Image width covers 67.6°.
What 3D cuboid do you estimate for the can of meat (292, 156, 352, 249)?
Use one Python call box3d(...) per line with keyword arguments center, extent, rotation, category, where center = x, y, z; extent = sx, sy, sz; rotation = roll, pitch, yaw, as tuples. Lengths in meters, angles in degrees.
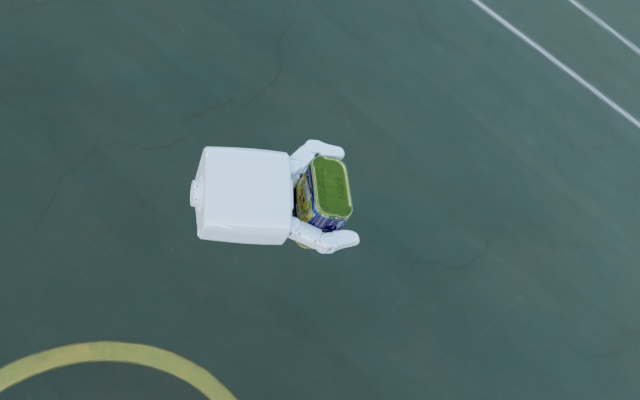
box3d(center=(0.000, 0.002, 0.648), extent=(0.057, 0.102, 0.084), rotation=(7, -35, -21), category="can of meat")
